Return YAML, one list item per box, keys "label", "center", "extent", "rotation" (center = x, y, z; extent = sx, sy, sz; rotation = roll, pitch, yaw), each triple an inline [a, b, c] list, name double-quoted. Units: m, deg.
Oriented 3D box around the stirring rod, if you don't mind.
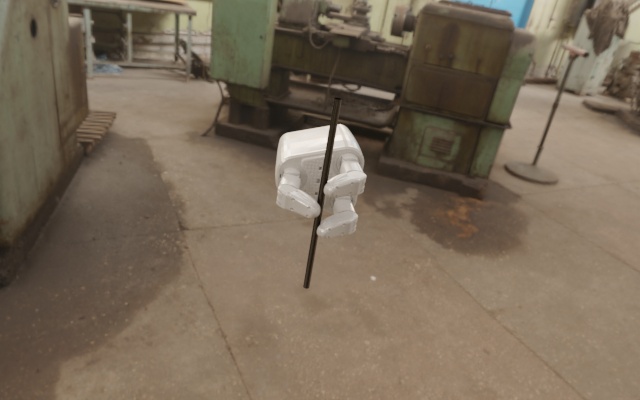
- label: "stirring rod"
  center: [0.000, 0.002, 0.543]
  extent: [0.011, 0.240, 0.011]
  rotation: [8, 27, -4]
